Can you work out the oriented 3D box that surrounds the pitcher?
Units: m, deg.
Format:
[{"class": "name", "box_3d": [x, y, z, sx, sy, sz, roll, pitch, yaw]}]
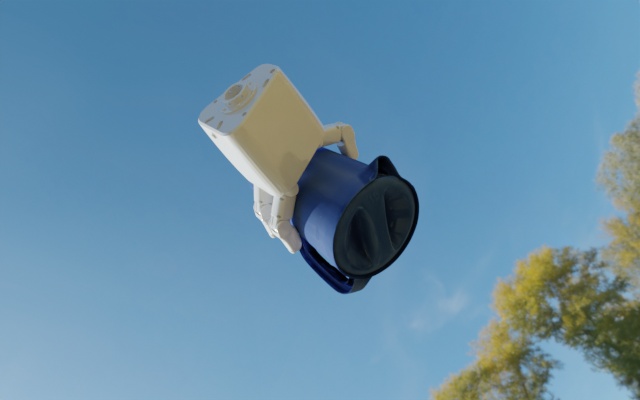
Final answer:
[{"class": "pitcher", "box_3d": [0.000, 0.002, 0.643, 0.242, 0.149, 0.145, 32, -14, 47]}]
